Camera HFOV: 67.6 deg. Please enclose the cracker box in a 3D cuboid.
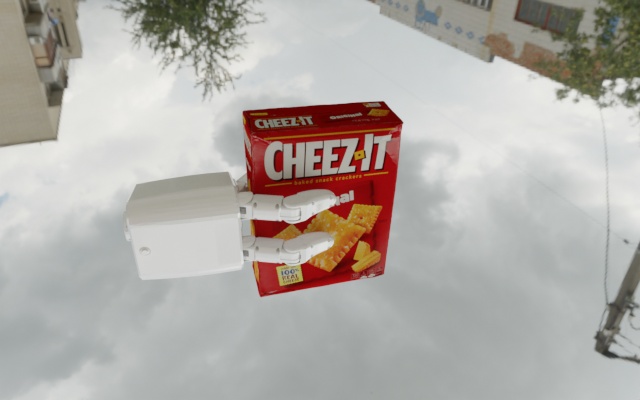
[{"bbox_3d":[0.000,0.002,0.554,0.164,0.214,0.072,-7,33,-14],"label":"cracker box"}]
